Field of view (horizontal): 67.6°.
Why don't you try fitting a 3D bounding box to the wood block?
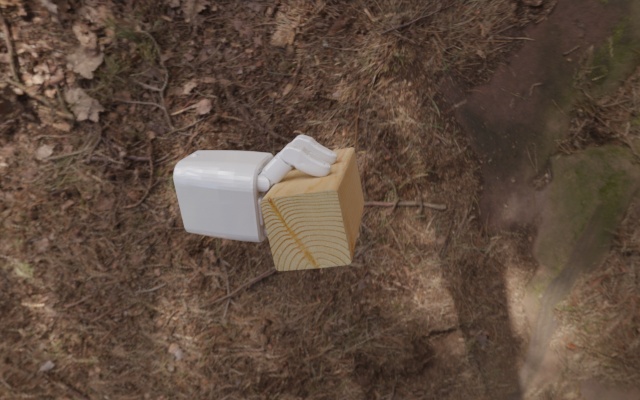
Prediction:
[{"bbox_3d":[0.000,0.002,0.619,0.090,0.091,0.206,-7,18,12],"label":"wood block"}]
